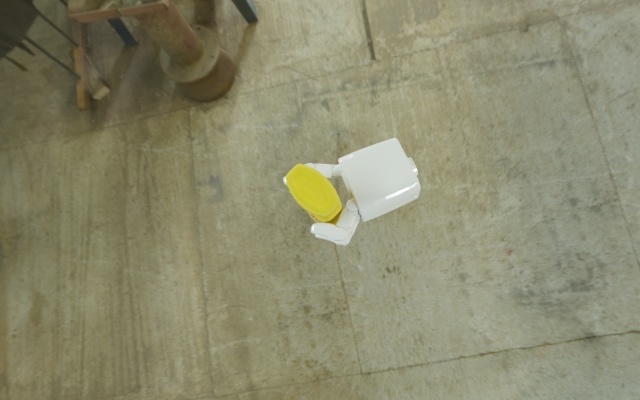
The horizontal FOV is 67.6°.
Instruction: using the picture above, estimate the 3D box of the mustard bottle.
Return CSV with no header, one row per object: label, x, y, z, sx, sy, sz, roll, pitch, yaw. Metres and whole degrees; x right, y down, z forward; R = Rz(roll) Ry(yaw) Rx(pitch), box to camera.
mustard bottle,0.000,0.003,0.811,0.096,0.058,0.192,43,-3,14
